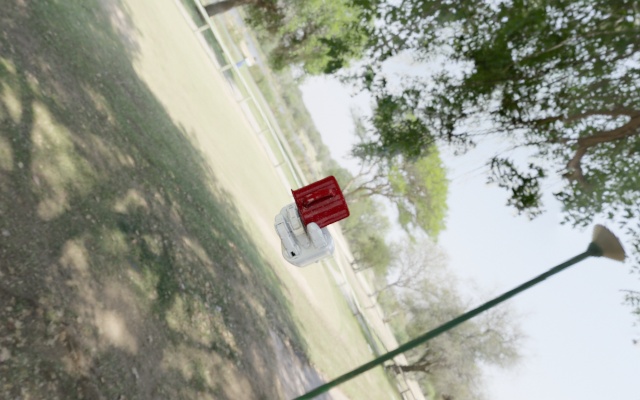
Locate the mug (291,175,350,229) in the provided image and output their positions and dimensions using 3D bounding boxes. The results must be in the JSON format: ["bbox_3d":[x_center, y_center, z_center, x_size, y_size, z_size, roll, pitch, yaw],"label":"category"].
[{"bbox_3d":[0.000,0.002,0.840,0.081,0.093,0.117,-23,-17,0],"label":"mug"}]
